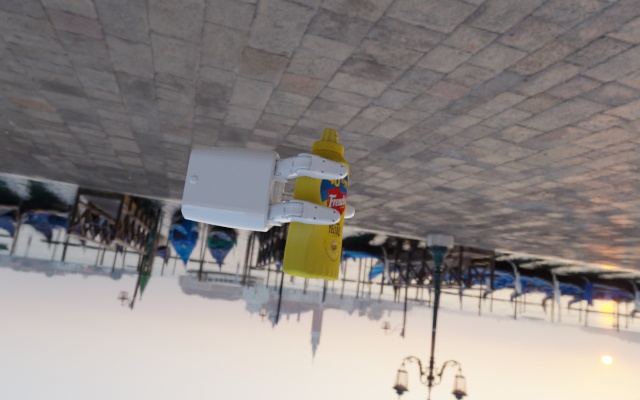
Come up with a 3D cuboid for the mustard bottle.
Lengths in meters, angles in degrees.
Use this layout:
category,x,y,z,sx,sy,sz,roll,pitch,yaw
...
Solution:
category,x,y,z,sx,sy,sz,roll,pitch,yaw
mustard bottle,0.000,0.002,0.604,0.058,0.191,0.096,1,-12,28
